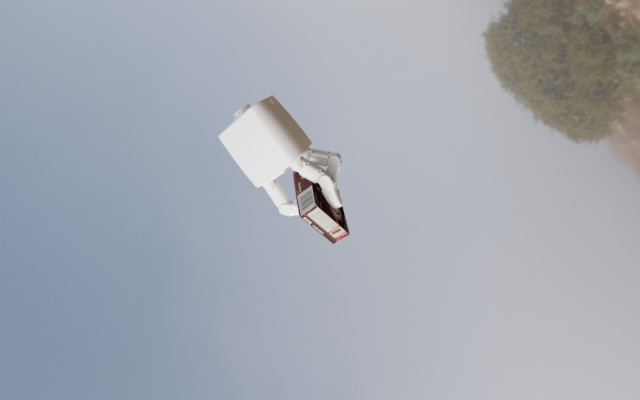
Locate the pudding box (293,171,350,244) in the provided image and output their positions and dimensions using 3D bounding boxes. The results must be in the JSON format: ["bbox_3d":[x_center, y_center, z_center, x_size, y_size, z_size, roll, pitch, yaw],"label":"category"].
[{"bbox_3d":[0.000,0.003,0.777,0.039,0.113,0.090,-33,-51,21],"label":"pudding box"}]
